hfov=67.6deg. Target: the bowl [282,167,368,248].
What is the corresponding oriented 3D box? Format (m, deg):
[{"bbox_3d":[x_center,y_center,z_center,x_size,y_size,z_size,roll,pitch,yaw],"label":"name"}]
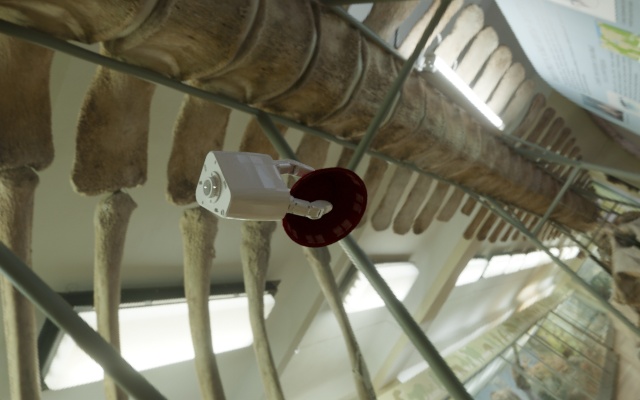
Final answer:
[{"bbox_3d":[0.001,0.003,0.847,0.162,0.162,0.055,0,30,-26],"label":"bowl"}]
